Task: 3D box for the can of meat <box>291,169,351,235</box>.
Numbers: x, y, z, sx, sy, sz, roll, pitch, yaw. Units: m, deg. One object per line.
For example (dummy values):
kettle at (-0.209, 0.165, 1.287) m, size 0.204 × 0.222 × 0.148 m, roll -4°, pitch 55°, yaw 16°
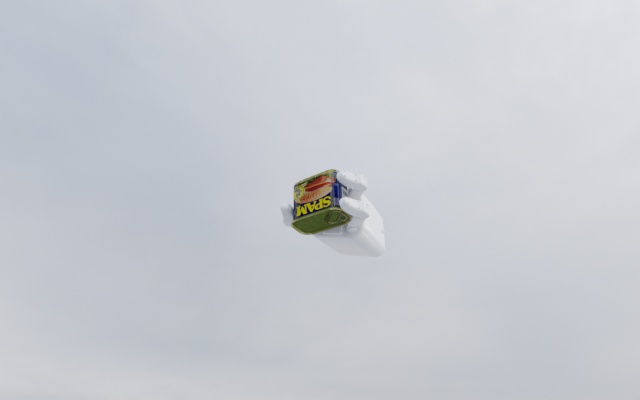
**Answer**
can of meat at (0.000, 0.002, 0.831) m, size 0.102 × 0.084 × 0.057 m, roll -19°, pitch -36°, yaw 26°
